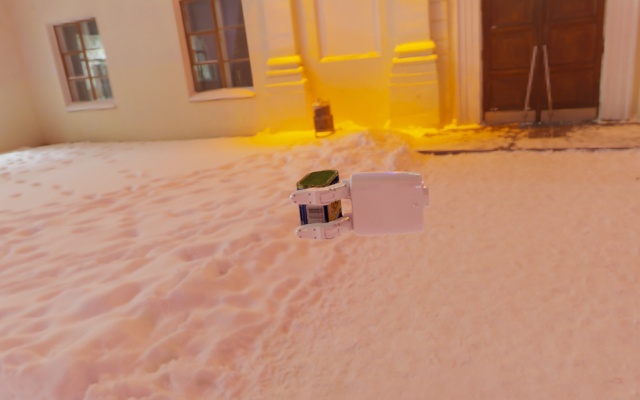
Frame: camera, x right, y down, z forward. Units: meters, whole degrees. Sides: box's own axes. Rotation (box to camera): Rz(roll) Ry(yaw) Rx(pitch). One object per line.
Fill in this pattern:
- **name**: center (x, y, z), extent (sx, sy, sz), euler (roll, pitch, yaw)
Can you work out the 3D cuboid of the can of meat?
- **can of meat**: center (0.000, 0.002, 0.763), extent (0.057, 0.084, 0.102), euler (0, 17, 16)
